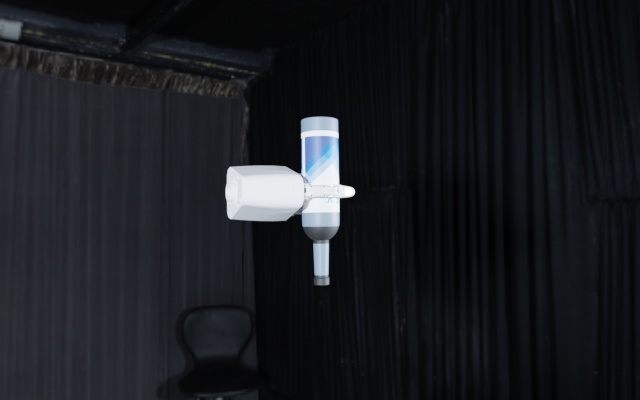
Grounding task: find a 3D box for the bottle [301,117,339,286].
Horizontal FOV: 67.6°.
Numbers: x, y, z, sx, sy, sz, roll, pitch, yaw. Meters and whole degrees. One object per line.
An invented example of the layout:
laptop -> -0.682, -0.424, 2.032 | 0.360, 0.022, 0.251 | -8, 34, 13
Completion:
bottle -> 0.000, 0.003, 0.856 | 0.069, 0.295, 0.069 | -1, -2, 0
